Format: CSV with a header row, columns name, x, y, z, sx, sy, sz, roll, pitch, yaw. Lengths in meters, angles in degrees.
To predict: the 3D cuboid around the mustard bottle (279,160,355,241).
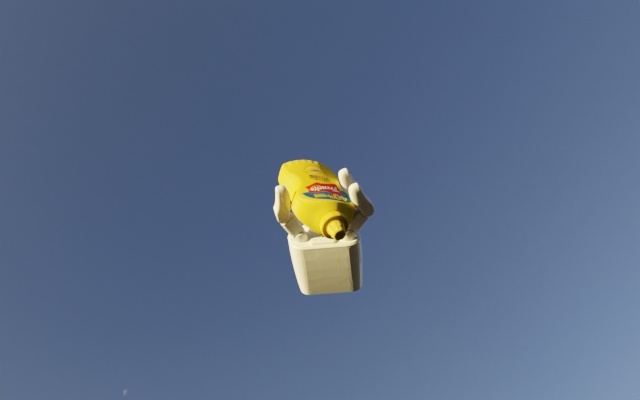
name,x,y,z,sx,sy,sz,roll,pitch,yaw
mustard bottle,0.000,0.002,0.736,0.096,0.058,0.191,9,26,-23
